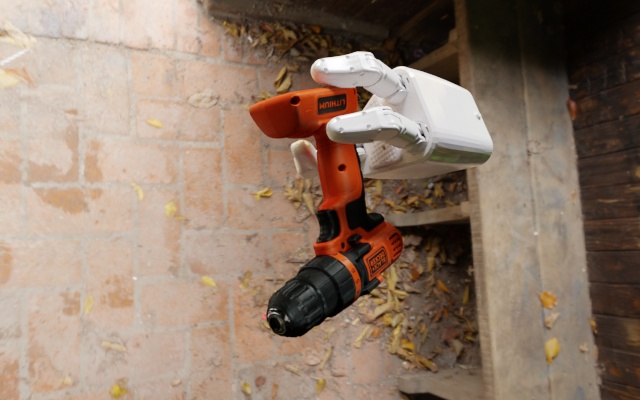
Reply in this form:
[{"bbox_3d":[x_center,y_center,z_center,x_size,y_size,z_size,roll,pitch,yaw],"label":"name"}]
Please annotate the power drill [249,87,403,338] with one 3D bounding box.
[{"bbox_3d":[0.000,0.001,0.413,0.057,0.188,0.184,-7,12,36],"label":"power drill"}]
